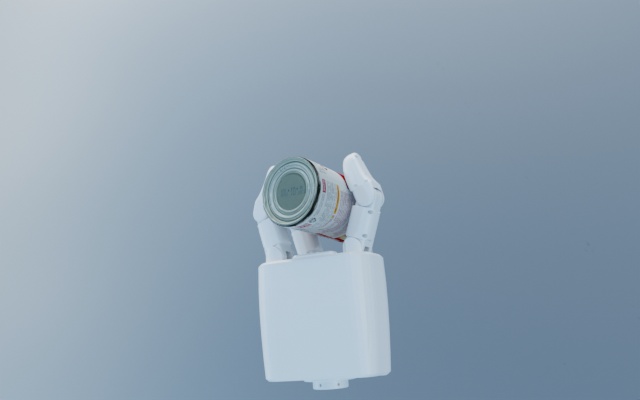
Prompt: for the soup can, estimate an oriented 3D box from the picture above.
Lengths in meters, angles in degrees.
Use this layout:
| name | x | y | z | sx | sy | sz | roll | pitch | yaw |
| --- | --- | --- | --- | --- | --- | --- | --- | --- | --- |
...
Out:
| name | x | y | z | sx | sy | sz | roll | pitch | yaw |
| --- | --- | --- | --- | --- | --- | --- | --- | --- | --- |
| soup can | 0.000 | 0.001 | 0.470 | 0.068 | 0.068 | 0.102 | 0 | -12 | 36 |
